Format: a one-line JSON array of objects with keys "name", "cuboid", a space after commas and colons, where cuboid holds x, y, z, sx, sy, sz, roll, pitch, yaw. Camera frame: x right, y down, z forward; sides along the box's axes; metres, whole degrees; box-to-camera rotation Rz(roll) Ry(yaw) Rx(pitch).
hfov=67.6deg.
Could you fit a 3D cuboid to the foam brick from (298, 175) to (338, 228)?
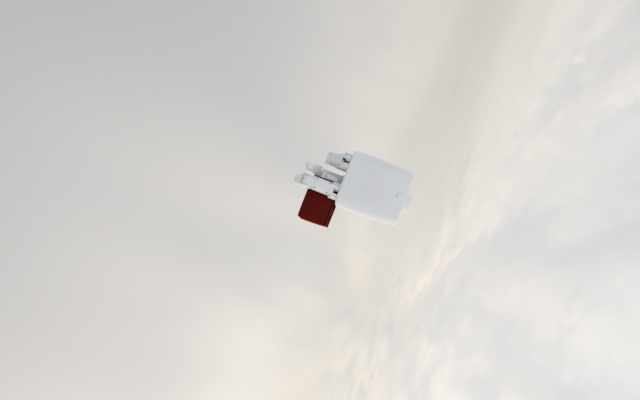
[{"name": "foam brick", "cuboid": [0.000, 0.003, 0.824, 0.051, 0.078, 0.053, 21, -5, 8]}]
